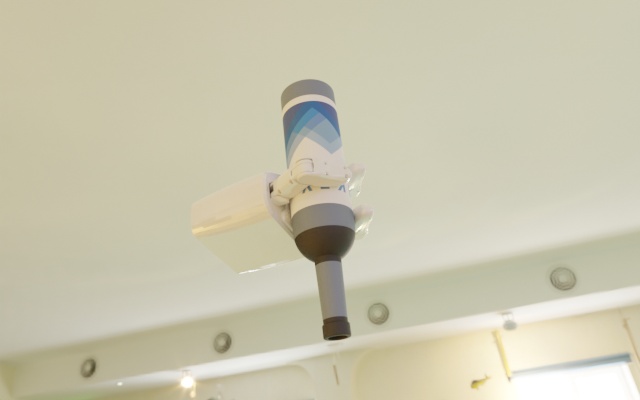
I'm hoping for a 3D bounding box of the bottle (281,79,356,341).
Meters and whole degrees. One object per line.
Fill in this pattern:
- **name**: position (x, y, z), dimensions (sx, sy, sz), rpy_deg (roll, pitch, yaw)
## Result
- **bottle**: position (0.000, 0.001, 0.523), dimensions (0.069, 0.295, 0.069), rpy_deg (-6, -27, -3)
